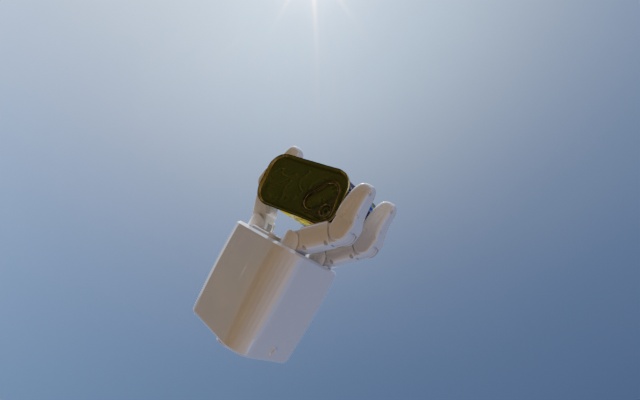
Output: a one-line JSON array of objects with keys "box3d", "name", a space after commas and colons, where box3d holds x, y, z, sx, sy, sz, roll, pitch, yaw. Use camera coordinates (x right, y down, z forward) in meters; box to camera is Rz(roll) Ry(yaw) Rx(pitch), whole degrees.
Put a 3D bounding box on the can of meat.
[{"box3d": [0.000, 0.002, 0.497, 0.102, 0.057, 0.084, 19, -11, 35], "name": "can of meat"}]
